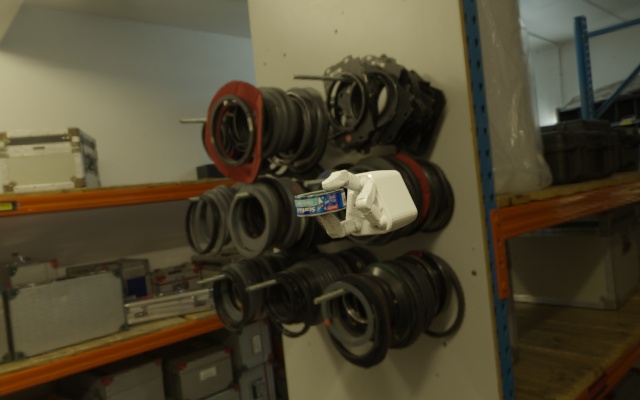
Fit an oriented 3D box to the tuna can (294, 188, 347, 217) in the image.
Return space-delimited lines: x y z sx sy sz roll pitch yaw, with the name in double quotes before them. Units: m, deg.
"tuna can" 0.000 0.002 0.797 0.086 0.034 0.086 -10 5 1
